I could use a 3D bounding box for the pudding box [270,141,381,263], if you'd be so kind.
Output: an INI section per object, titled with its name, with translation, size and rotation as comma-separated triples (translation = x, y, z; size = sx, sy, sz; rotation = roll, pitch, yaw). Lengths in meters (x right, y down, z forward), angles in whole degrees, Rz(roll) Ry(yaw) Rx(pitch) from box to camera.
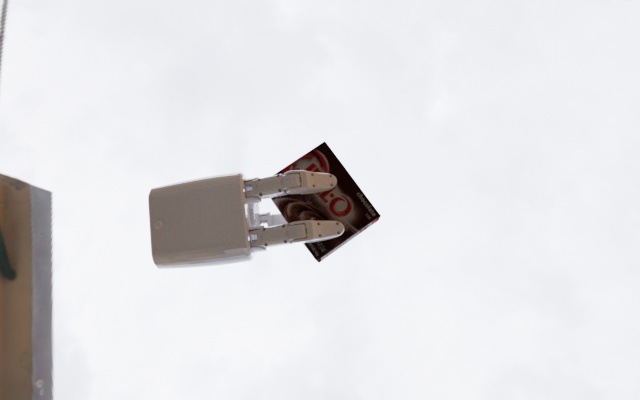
[pudding box]
translation = 0.000, 0.002, 0.554
size = 0.090, 0.113, 0.039
rotation = -35, -9, -8
